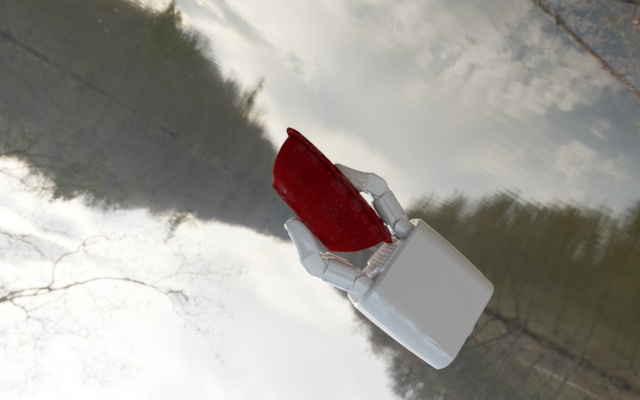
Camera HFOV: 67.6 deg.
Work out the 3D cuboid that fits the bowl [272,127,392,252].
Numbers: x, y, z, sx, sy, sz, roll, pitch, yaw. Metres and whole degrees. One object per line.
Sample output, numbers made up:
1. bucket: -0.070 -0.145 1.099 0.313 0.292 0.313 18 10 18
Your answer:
1. bowl: -0.001 0.001 0.498 0.055 0.162 0.162 -42 3 -4
